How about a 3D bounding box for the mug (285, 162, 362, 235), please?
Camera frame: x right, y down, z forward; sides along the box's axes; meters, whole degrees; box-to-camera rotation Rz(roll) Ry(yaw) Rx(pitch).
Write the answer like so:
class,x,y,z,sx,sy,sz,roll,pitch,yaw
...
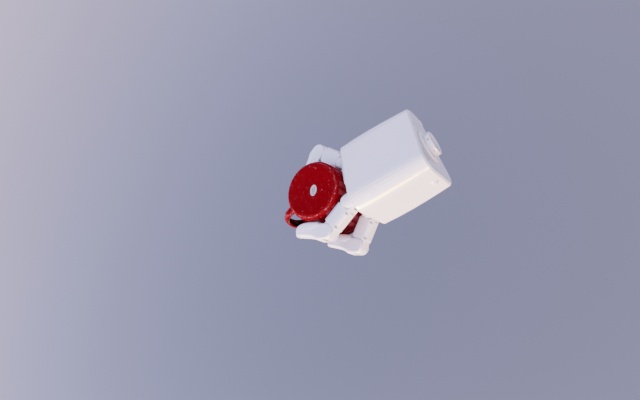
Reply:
class,x,y,z,sx,sy,sz,roll,pitch,yaw
mug,-0.001,0.003,0.663,0.117,0.093,0.081,-31,-31,23
